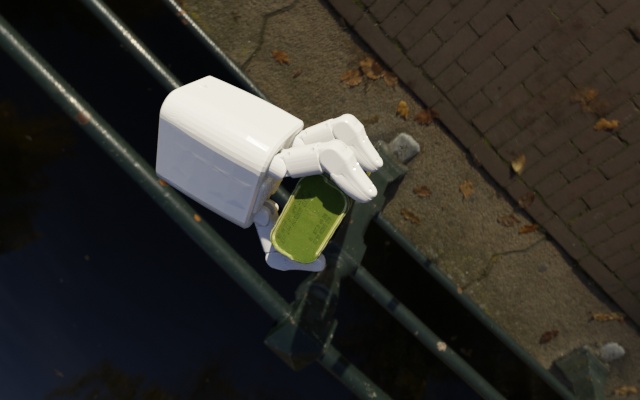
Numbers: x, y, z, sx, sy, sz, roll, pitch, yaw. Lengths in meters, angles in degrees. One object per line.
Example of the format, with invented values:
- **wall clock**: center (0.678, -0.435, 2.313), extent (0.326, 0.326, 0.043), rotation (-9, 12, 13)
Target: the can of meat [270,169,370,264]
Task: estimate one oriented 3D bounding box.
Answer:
- **can of meat**: center (0.000, 0.002, 0.466), extent (0.057, 0.102, 0.084), rotation (31, 30, 2)
